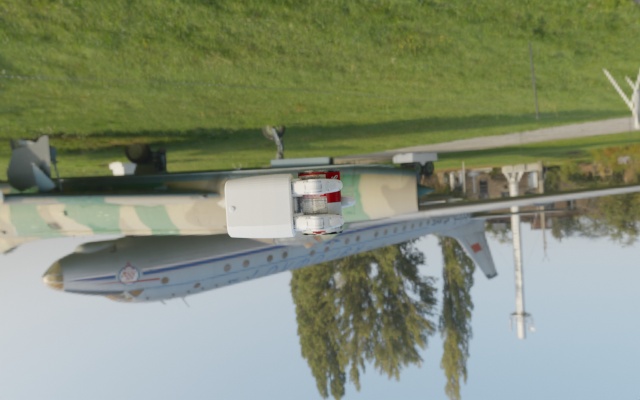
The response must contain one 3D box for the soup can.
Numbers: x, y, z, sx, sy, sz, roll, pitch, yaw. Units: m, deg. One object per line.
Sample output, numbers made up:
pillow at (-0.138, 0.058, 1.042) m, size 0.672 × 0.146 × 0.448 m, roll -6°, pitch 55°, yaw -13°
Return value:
soup can at (0.001, 0.003, 0.770) m, size 0.068 × 0.102 × 0.068 m, roll -3°, pitch 2°, yaw 0°
